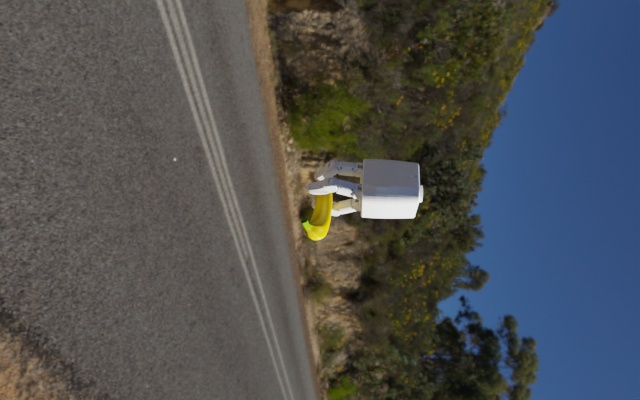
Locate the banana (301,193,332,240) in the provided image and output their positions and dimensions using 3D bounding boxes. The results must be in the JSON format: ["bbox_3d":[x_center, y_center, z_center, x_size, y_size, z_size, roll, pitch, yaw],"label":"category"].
[{"bbox_3d":[0.000,0.021,0.893,0.037,0.070,0.197,2,26,9],"label":"banana"}]
